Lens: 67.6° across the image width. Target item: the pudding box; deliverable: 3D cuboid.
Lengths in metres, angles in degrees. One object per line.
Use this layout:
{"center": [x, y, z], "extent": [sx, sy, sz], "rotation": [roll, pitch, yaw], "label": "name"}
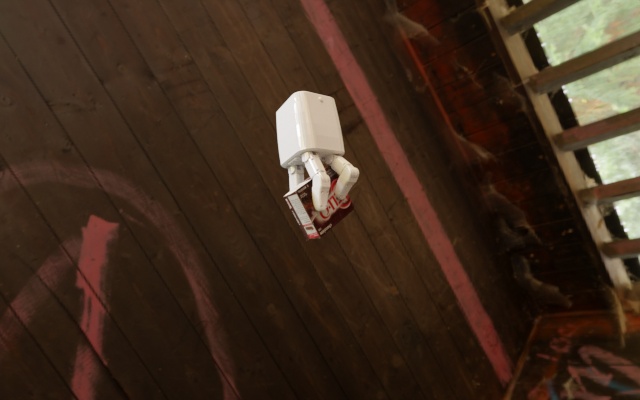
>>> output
{"center": [0.000, 0.003, 0.817], "extent": [0.039, 0.090, 0.113], "rotation": [-18, 14, 46], "label": "pudding box"}
